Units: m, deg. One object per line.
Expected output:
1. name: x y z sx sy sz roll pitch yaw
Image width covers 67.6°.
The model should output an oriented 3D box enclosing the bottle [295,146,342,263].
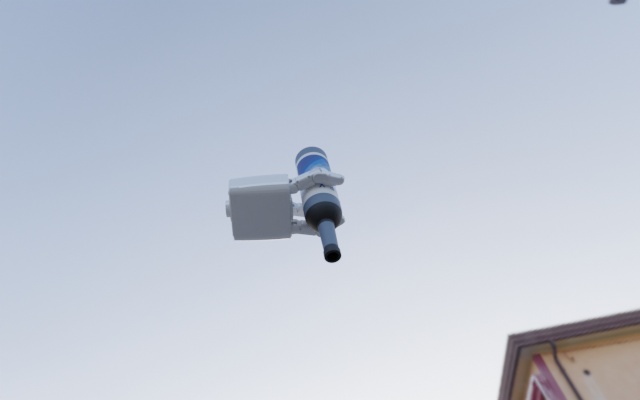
1. bottle: 0.000 0.003 0.857 0.069 0.069 0.295 0 35 -9
